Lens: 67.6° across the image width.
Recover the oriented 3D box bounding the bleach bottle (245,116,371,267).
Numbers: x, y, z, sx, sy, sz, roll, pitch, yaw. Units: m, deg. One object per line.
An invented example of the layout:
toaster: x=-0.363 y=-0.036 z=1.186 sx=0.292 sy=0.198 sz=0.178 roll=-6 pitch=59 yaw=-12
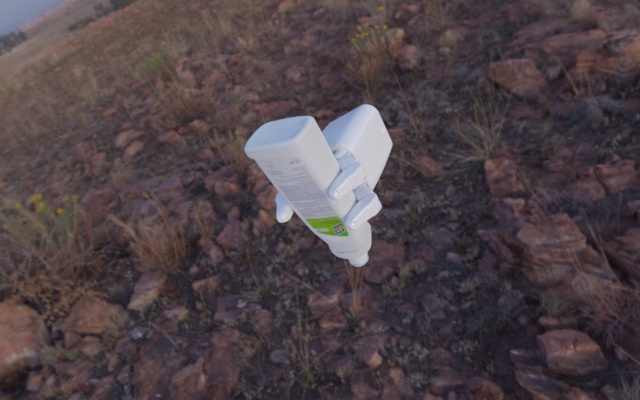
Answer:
bleach bottle: x=0.000 y=0.002 z=0.677 sx=0.102 sy=0.251 sz=0.068 roll=-3 pitch=42 yaw=36
